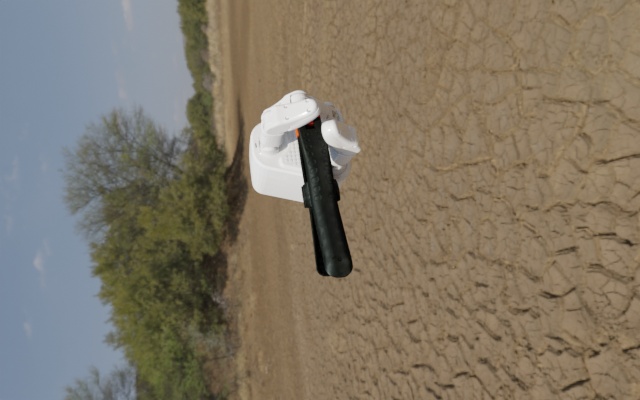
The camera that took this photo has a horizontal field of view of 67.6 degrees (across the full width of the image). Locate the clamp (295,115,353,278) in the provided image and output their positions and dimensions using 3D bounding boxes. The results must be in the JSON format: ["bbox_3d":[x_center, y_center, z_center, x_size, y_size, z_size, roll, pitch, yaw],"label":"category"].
[{"bbox_3d":[-0.001,0.001,0.490,0.039,0.171,0.120,-5,-17,-12],"label":"clamp"}]
